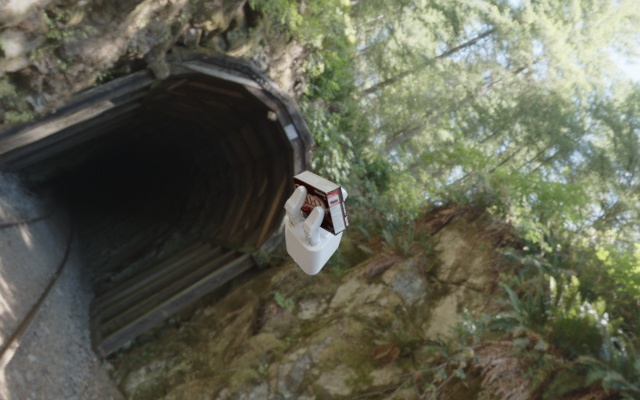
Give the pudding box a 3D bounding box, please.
[{"bbox_3d":[0.000,0.003,0.878,0.039,0.090,0.113,-30,32,-27],"label":"pudding box"}]
